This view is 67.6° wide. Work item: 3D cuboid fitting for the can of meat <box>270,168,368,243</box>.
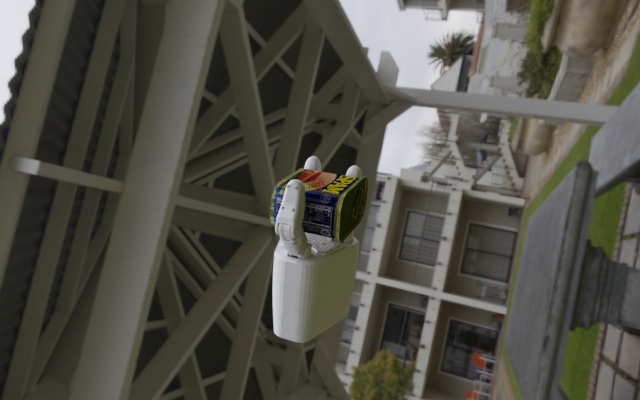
[{"bbox_3d":[0.000,0.002,0.552,0.084,0.057,0.102,11,22,19],"label":"can of meat"}]
